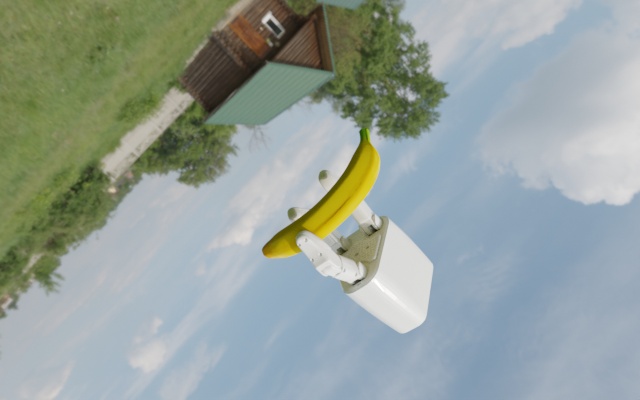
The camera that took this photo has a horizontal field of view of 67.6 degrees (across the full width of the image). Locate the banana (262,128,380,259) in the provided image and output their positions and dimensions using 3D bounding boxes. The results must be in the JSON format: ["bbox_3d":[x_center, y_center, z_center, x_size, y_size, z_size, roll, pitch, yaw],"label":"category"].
[{"bbox_3d":[0.008,0.006,0.556,0.037,0.198,0.069,40,4,-27],"label":"banana"}]
